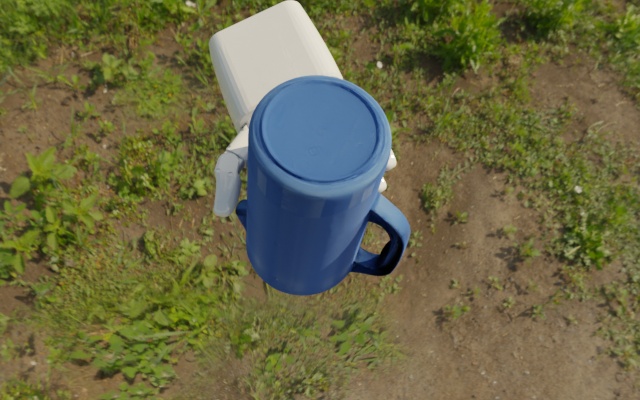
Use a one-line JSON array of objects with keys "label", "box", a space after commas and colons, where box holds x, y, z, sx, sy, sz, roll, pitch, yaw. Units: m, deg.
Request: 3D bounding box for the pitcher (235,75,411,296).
[{"label": "pitcher", "box": [0.000, 0.001, 0.455, 0.149, 0.145, 0.243, -17, -22, -13]}]
